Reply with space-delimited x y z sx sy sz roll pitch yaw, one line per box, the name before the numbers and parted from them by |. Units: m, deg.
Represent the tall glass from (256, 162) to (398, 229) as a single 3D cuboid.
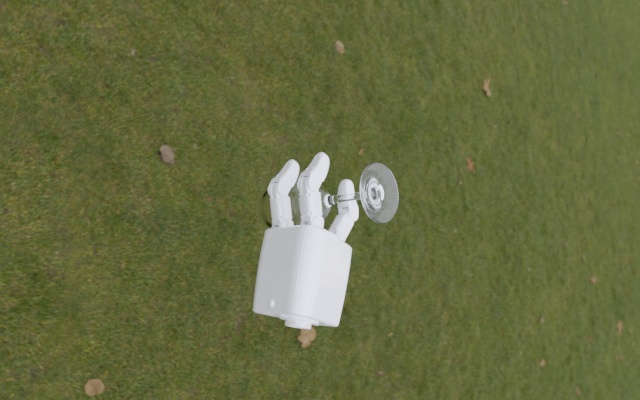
tall glass | 0.001 0.002 0.638 0.201 0.079 0.079 -8 -6 44
